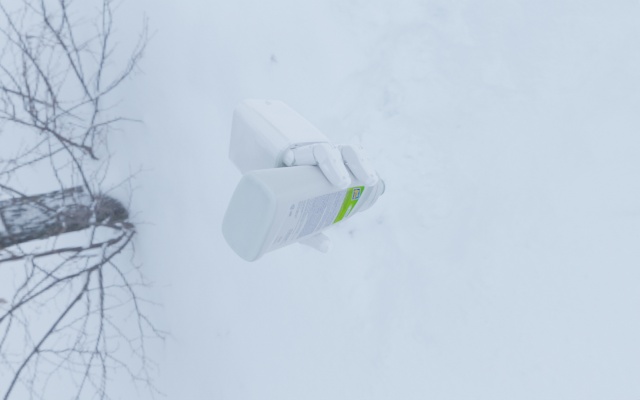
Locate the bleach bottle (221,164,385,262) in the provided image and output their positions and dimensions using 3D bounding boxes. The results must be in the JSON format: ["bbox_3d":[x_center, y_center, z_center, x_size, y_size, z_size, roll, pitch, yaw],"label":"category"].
[{"bbox_3d":[0.000,0.002,0.607,0.068,0.103,0.251,43,31,27],"label":"bleach bottle"}]
